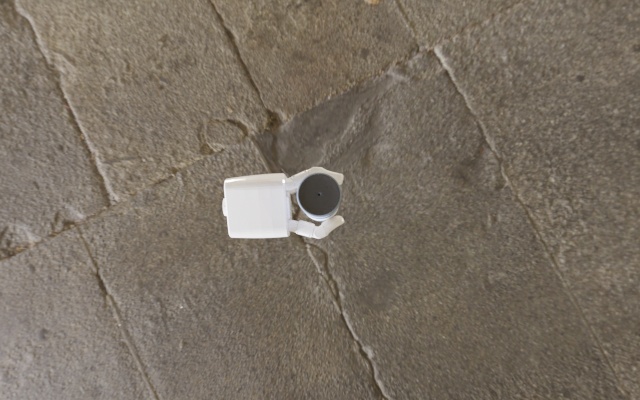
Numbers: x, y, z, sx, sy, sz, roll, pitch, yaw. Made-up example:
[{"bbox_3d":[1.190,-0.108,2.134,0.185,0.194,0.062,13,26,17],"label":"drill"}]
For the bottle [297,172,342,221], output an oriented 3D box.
[{"bbox_3d":[0.000,0.003,0.851,0.069,0.069,0.296,0,-4,1],"label":"bottle"}]
